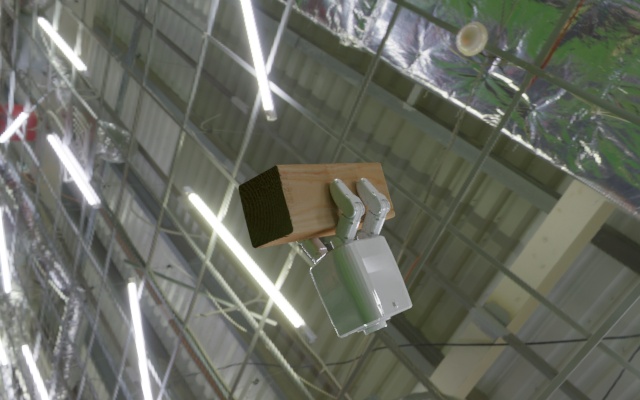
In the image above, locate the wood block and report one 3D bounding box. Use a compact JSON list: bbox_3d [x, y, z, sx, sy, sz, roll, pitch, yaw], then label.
[{"bbox_3d":[0.000,0.003,0.679,0.206,0.090,0.091,-5,-13,-45],"label":"wood block"}]
